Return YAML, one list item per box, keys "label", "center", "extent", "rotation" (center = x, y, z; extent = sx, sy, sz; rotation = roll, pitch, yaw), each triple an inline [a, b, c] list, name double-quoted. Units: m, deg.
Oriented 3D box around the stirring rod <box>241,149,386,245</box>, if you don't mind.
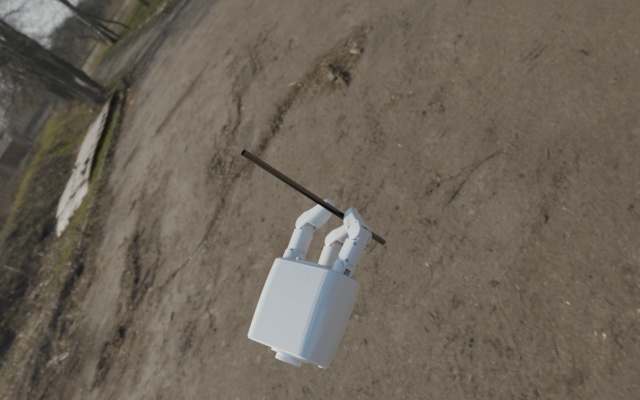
- label: "stirring rod"
  center: [0.000, 0.002, 0.597]
  extent: [0.239, 0.011, 0.011]
  rotation: [33, -18, -31]
